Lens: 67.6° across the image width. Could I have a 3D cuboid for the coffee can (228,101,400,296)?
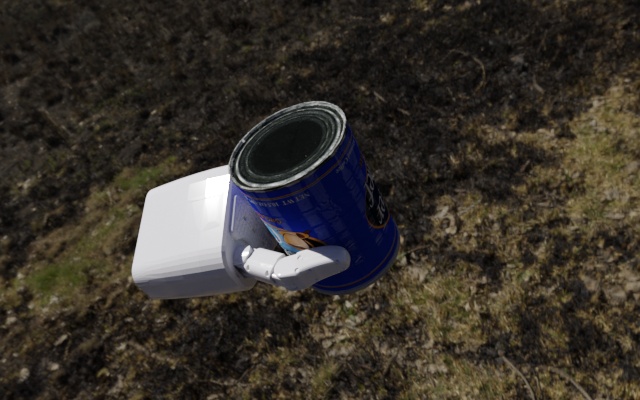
[{"bbox_3d":[0.000,0.001,0.415,0.103,0.102,0.140,0,-42,32],"label":"coffee can"}]
